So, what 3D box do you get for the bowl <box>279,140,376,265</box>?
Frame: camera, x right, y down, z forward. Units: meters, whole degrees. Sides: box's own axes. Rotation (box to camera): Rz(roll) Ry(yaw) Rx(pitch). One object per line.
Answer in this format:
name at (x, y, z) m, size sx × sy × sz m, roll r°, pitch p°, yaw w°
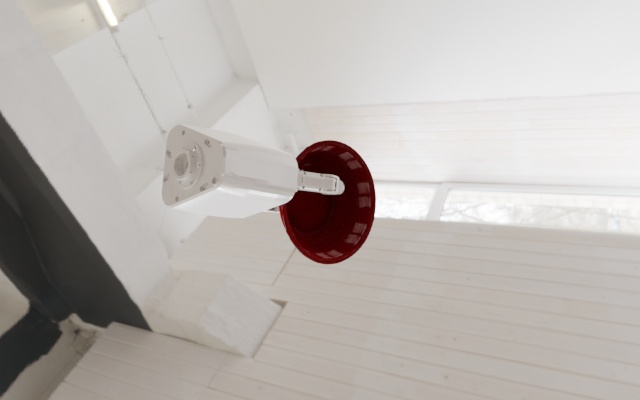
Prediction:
bowl at (0.001, 0.003, 0.641) m, size 0.162 × 0.162 × 0.055 m, roll 0°, pitch 1°, yaw -39°
